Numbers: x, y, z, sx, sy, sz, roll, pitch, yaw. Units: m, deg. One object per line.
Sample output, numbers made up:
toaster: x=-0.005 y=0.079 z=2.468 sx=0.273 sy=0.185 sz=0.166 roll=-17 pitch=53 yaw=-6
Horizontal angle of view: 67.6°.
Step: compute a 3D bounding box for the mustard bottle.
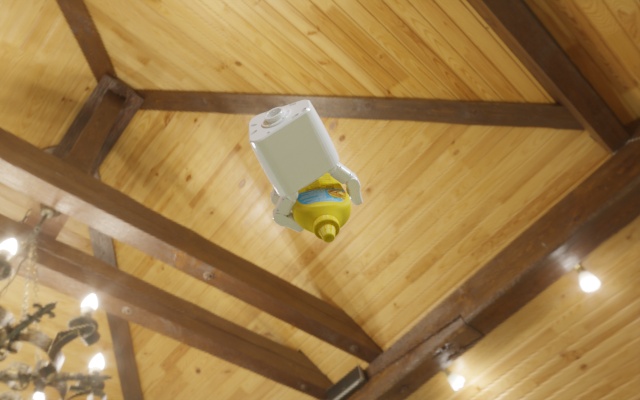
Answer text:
mustard bottle: x=0.000 y=0.003 z=0.786 sx=0.096 sy=0.058 sz=0.191 roll=-4 pitch=34 yaw=-7
